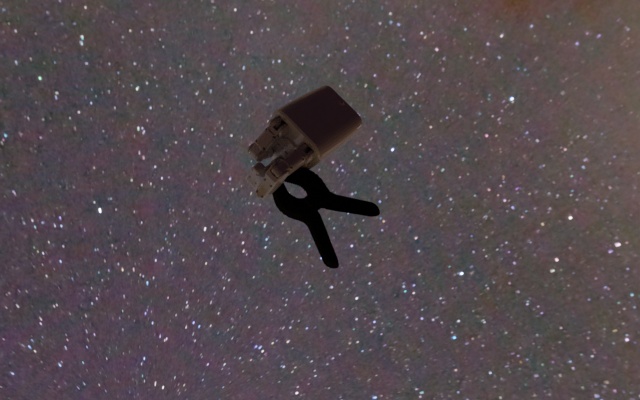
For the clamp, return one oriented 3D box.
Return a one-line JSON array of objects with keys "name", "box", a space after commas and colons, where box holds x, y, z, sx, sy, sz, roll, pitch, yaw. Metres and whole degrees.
[{"name": "clamp", "box": [0.000, 0.002, 0.686, 0.120, 0.171, 0.039, -38, -10, -32]}]
